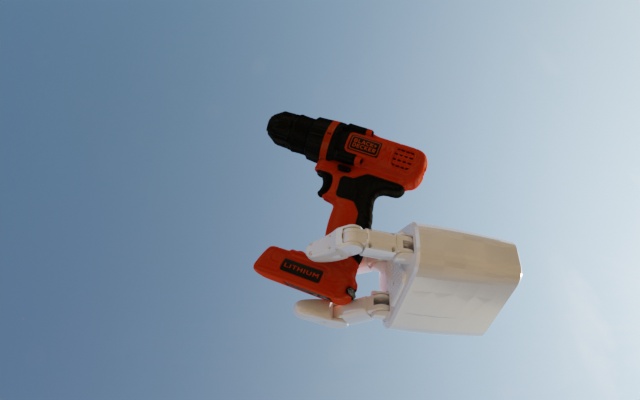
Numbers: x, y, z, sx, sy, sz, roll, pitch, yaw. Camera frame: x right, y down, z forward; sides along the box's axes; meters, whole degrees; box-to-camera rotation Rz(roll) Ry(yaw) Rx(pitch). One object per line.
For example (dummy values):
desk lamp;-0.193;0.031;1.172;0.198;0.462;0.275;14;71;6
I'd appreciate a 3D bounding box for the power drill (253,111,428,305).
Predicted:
power drill;0.000;0.002;0.506;0.184;0.187;0.057;19;-14;15
